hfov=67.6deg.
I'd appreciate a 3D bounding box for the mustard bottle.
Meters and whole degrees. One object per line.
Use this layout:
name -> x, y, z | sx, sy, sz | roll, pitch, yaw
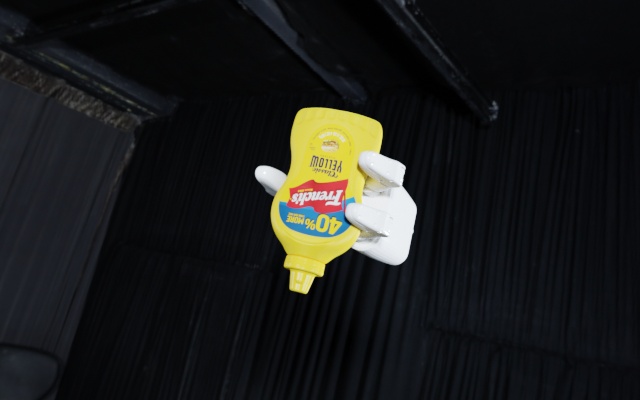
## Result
mustard bottle -> 0.000, 0.001, 0.501 | 0.096, 0.191, 0.058 | 12, -13, 8
